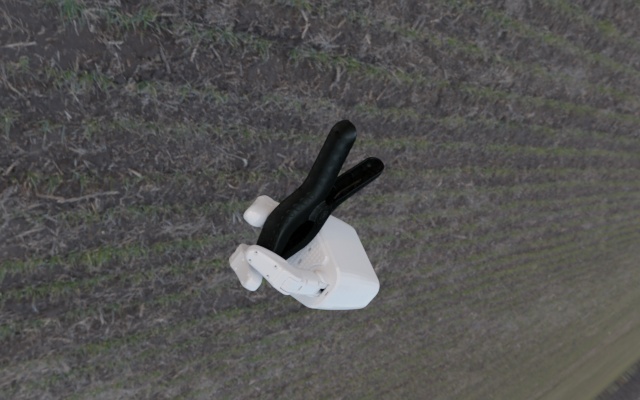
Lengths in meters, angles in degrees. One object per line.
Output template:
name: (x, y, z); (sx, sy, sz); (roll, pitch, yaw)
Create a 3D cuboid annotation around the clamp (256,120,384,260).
clamp: (0.000, 0.002, 0.497); (0.039, 0.171, 0.120); (48, 15, 31)
